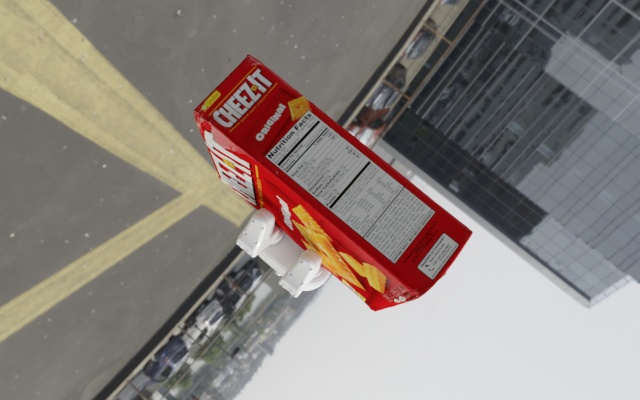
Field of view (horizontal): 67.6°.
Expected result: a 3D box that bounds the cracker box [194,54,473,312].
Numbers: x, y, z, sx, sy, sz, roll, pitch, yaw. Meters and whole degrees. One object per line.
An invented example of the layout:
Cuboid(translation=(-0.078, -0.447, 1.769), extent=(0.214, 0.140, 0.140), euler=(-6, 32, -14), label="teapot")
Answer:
Cuboid(translation=(0.000, 0.001, 0.414), extent=(0.213, 0.072, 0.164), euler=(39, -15, 6), label="cracker box")
